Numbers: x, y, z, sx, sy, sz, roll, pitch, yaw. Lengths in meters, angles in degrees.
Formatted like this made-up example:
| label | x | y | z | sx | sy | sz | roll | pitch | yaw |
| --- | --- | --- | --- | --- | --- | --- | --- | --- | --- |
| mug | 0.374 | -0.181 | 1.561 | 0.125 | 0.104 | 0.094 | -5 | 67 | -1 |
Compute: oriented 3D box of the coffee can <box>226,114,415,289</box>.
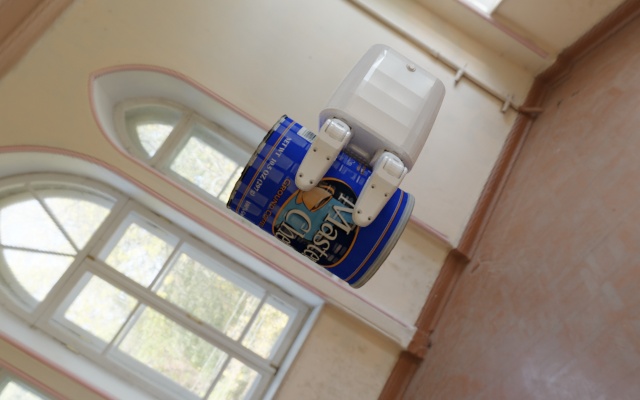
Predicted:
| label | x | y | z | sx | sy | sz | roll | pitch | yaw |
| --- | --- | --- | --- | --- | --- | --- | --- | --- | --- |
| coffee can | 0.000 | 0.002 | 0.443 | 0.140 | 0.103 | 0.103 | 32 | -1 | -2 |
